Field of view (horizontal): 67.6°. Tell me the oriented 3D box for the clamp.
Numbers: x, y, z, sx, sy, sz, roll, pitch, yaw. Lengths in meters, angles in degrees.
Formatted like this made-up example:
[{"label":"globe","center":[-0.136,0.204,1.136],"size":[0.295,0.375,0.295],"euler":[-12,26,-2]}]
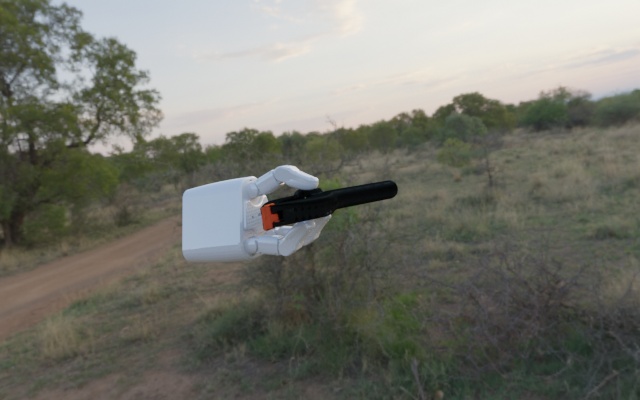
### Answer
[{"label":"clamp","center":[0.000,0.001,0.615],"size":[0.164,0.036,0.210],"euler":[-6,6,24]}]
